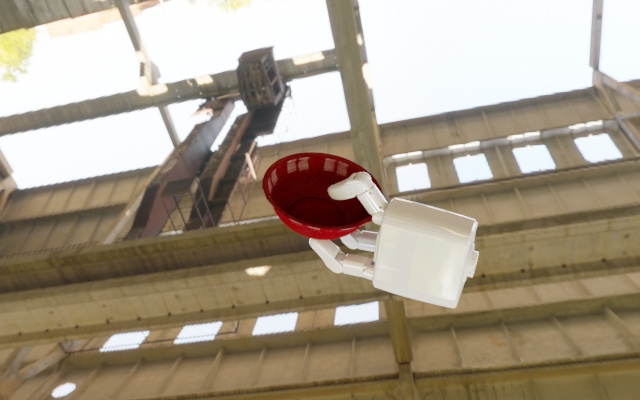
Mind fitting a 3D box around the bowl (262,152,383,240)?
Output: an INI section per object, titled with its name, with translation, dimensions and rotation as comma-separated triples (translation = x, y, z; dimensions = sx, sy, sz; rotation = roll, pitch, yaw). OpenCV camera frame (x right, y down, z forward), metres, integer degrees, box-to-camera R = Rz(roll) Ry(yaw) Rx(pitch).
[bowl]
translation = -0.001, 0.002, 0.646
dimensions = 0.162, 0.055, 0.162
rotation = 7, 40, -6
